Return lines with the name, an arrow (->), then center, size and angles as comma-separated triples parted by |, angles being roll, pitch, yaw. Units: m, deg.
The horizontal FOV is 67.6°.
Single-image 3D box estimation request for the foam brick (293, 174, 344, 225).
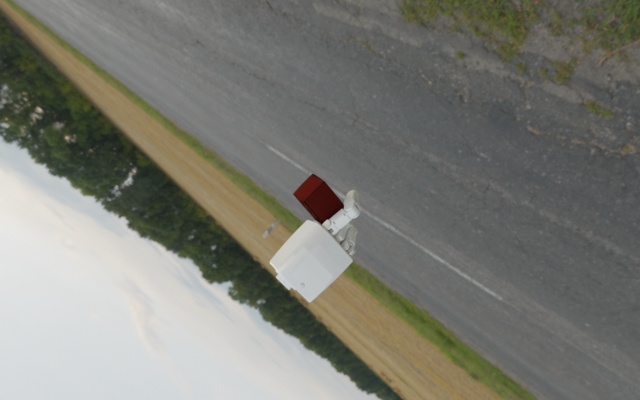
foam brick -> 0.000, 0.002, 0.826 | 0.078, 0.051, 0.053 | 50, -7, -27
